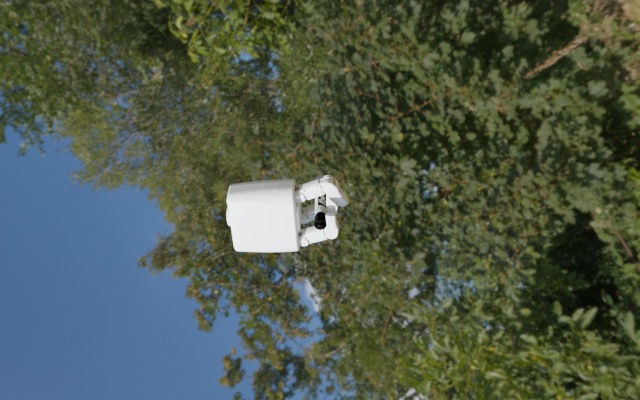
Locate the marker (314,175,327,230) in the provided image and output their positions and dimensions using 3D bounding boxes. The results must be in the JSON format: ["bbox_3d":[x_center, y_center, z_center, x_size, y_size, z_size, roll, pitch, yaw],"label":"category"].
[{"bbox_3d":[0.000,0.002,0.746,0.020,0.020,0.121,0,39,1],"label":"marker"}]
